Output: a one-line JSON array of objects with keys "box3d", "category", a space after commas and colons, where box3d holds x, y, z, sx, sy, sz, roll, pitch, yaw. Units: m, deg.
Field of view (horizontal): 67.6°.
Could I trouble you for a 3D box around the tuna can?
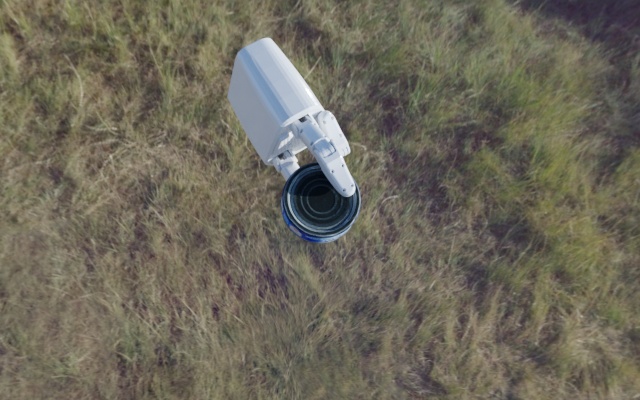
[{"box3d": [0.000, 0.002, 0.518, 0.086, 0.086, 0.034, 0, -14, -7], "category": "tuna can"}]
